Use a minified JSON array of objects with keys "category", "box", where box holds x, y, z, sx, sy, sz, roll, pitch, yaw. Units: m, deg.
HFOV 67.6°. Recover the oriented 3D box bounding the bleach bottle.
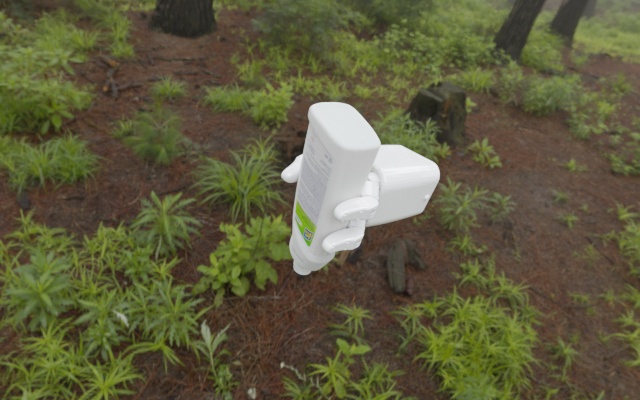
[{"category":"bleach bottle","box":[0.000,0.002,0.641,0.068,0.251,0.102,-7,45,-28]}]
